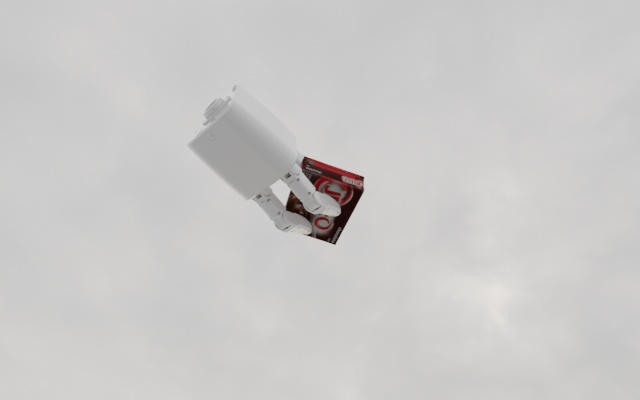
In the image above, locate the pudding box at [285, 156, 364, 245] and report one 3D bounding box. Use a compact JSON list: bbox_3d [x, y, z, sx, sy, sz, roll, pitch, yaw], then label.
[{"bbox_3d":[0.000,0.002,0.667,0.090,0.114,0.039,19,41,-7],"label":"pudding box"}]
